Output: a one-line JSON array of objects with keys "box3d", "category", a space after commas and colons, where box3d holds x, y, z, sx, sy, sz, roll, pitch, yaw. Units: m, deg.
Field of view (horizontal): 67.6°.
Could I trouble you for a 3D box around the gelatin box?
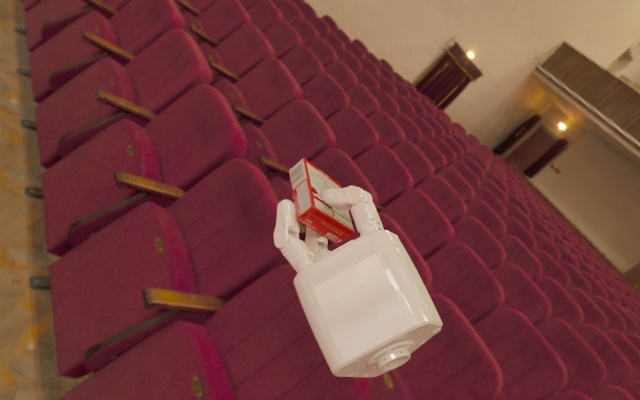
[{"box3d": [0.000, 0.001, 0.575, 0.030, 0.089, 0.073, -37, -50, 24], "category": "gelatin box"}]
